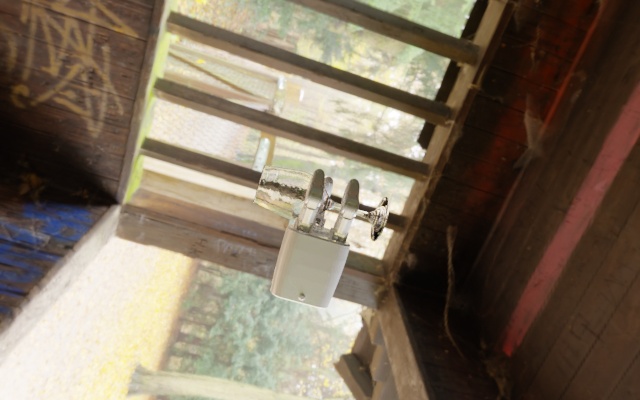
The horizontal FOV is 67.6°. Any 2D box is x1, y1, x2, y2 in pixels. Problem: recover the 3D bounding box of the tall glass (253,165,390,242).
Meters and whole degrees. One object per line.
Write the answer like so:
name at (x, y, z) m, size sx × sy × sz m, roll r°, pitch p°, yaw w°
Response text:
tall glass at (0.001, 0.002, 0.744) m, size 0.201 × 0.079 × 0.079 m, roll 17°, pitch -3°, yaw -8°
